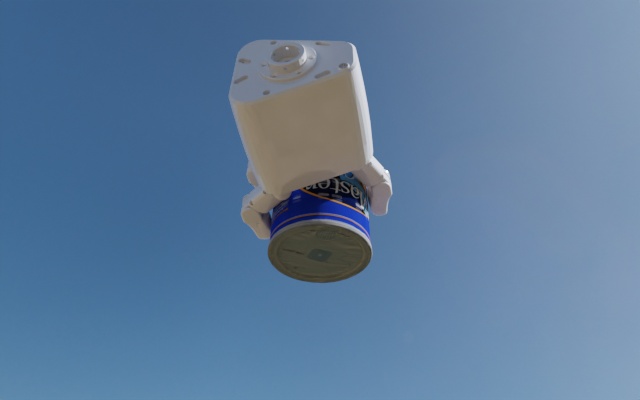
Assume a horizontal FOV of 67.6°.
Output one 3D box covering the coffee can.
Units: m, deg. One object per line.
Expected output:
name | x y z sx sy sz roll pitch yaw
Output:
coffee can | 0.000 0.002 0.511 0.103 0.140 0.103 0 -40 0
